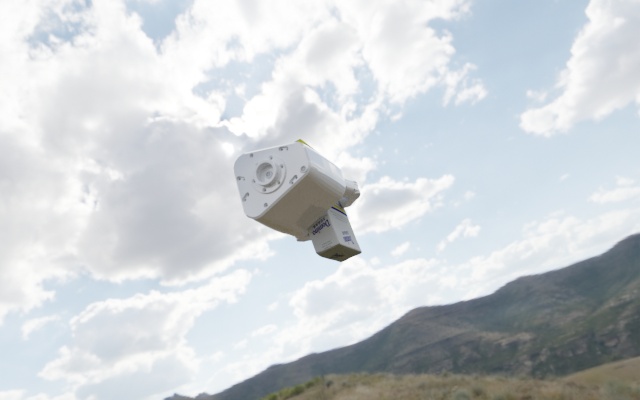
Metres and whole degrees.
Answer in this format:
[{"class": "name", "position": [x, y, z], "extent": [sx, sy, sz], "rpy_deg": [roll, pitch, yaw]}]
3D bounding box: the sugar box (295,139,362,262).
[{"class": "sugar box", "position": [0.000, 0.002, 0.723], "extent": [0.048, 0.176, 0.093], "rpy_deg": [-25, -23, 18]}]
